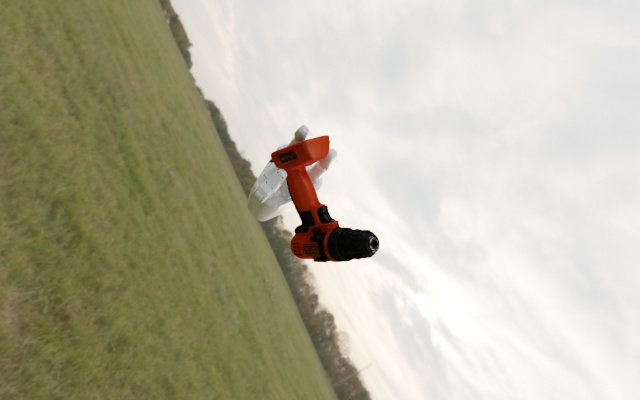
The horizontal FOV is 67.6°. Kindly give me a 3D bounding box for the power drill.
[{"bbox_3d":[0.000,0.002,0.711,0.057,0.187,0.184,-18,6,-39],"label":"power drill"}]
